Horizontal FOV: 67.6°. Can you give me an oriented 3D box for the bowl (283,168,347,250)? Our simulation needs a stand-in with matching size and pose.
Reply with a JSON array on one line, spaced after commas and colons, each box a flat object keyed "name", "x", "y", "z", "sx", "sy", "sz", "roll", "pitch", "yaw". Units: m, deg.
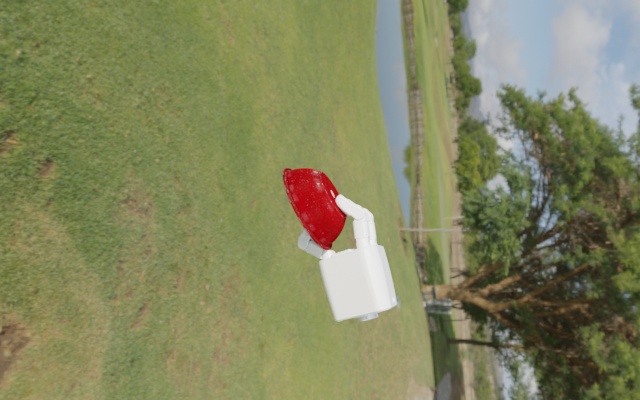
[{"name": "bowl", "x": 0.000, "y": 0.001, "z": 0.828, "sx": 0.055, "sy": 0.162, "sz": 0.162, "roll": -29, "pitch": -7, "yaw": 13}]
